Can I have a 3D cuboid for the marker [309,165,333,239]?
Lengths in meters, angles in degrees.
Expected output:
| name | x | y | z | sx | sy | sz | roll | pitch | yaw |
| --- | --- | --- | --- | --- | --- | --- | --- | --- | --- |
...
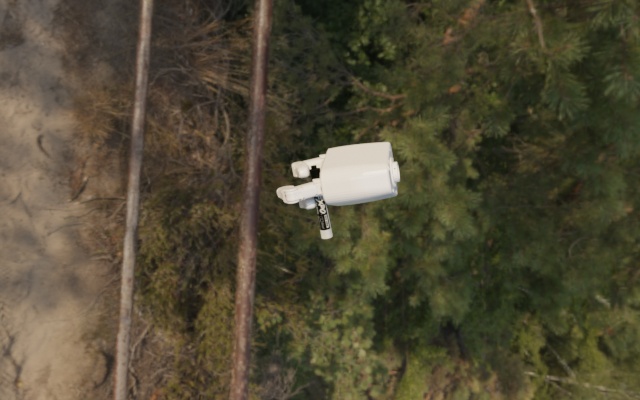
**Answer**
| name | x | y | z | sx | sy | sz | roll | pitch | yaw |
| --- | --- | --- | --- | --- | --- | --- | --- | --- | --- |
| marker | 0.000 | 0.003 | 0.769 | 0.020 | 0.121 | 0.020 | -10 | 13 | 2 |
